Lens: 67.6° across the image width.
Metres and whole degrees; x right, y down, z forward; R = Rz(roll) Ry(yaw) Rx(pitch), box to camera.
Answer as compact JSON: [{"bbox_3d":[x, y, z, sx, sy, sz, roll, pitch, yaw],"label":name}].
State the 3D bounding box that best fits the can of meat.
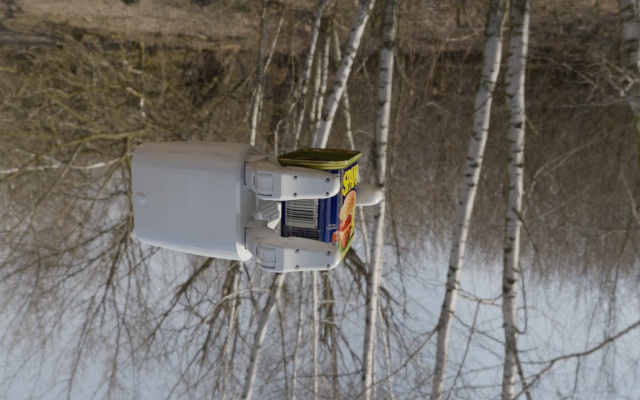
[{"bbox_3d":[0.000,0.002,0.410,0.057,0.084,0.102,5,12,12],"label":"can of meat"}]
